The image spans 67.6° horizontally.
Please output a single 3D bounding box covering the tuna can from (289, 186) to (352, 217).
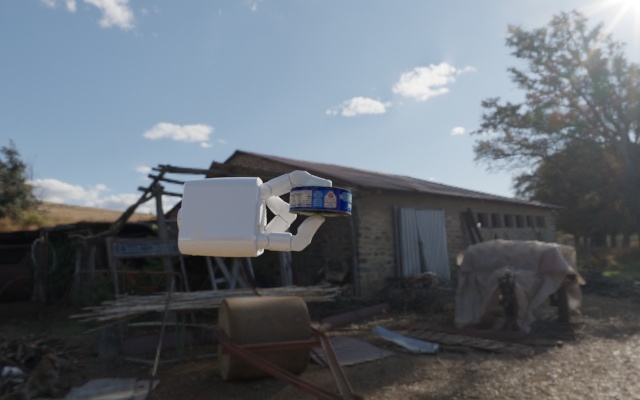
[{"bbox_3d":[0.000,0.002,0.655,0.086,0.033,0.086,3,-6,0],"label":"tuna can"}]
